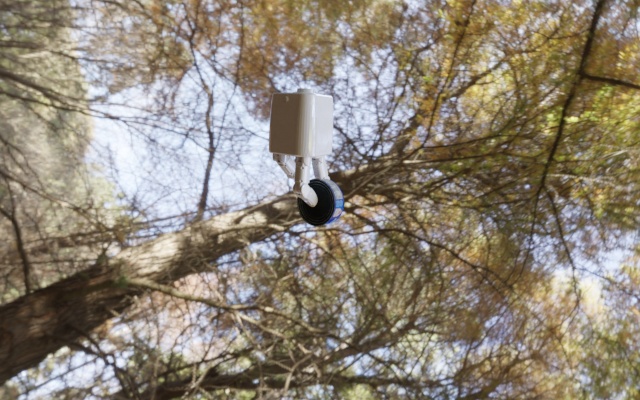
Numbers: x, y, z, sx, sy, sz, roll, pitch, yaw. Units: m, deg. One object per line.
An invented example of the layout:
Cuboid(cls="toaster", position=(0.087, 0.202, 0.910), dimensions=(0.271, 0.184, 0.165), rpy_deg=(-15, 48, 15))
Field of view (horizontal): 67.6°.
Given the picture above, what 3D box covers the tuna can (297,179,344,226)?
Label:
Cuboid(cls="tuna can", position=(0.000, 0.003, 0.869), dimensions=(0.086, 0.086, 0.034), rpy_deg=(0, 4, 36))
